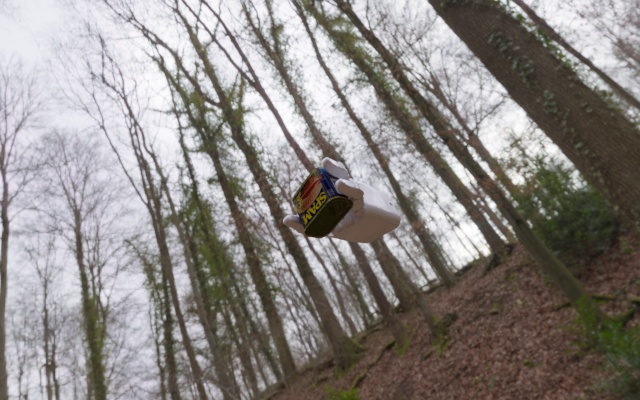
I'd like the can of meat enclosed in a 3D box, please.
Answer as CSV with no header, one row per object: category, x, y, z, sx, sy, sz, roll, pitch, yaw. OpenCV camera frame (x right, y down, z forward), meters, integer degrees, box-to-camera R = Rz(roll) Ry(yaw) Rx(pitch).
can of meat,0.000,0.003,0.856,0.057,0.084,0.102,13,-53,-39
